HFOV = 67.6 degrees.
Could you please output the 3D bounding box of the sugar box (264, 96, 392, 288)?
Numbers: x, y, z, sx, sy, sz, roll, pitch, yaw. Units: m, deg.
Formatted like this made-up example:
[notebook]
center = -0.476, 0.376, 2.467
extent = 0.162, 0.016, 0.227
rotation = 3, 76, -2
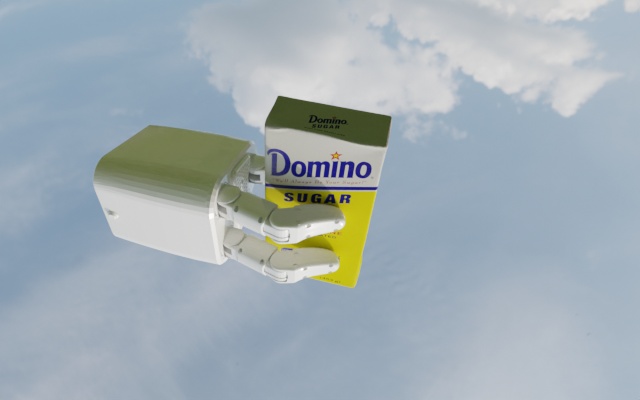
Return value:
[sugar box]
center = 0.000, 0.002, 0.413
extent = 0.093, 0.048, 0.176
rotation = 11, -42, 6
